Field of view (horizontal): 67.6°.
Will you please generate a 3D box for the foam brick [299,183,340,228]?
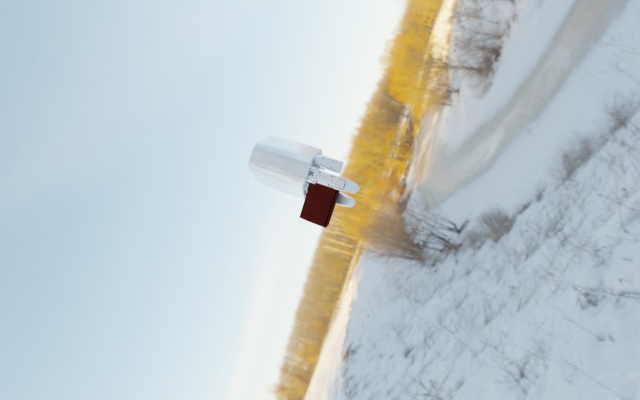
[{"bbox_3d":[0.000,0.003,0.857,0.051,0.078,0.053,18,3,6],"label":"foam brick"}]
